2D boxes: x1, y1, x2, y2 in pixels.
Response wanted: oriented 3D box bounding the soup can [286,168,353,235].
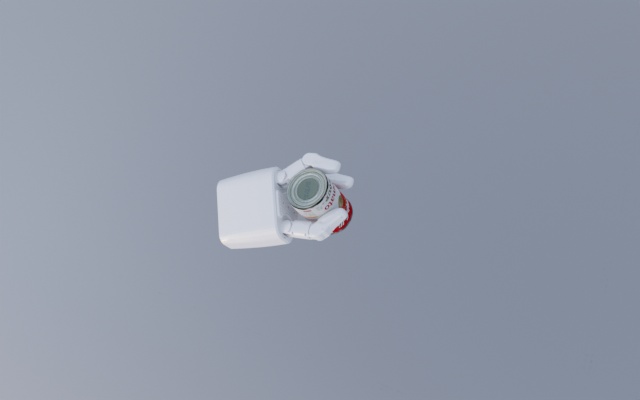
[{"bbox_3d":[0.000,0.002,0.725,0.068,0.068,0.102,0,-24,26],"label":"soup can"}]
